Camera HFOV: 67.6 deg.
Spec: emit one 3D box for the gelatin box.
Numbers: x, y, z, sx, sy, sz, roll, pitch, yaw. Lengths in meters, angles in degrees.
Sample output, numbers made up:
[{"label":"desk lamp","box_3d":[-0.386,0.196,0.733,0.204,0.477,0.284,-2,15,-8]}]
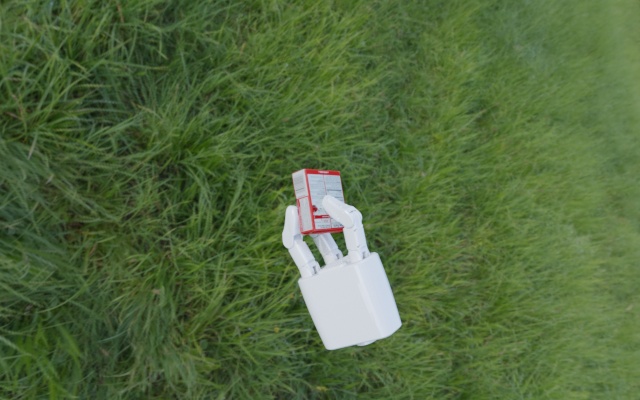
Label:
[{"label":"gelatin box","box_3d":[0.000,0.002,0.672,0.030,0.089,0.073,-16,-10,42]}]
